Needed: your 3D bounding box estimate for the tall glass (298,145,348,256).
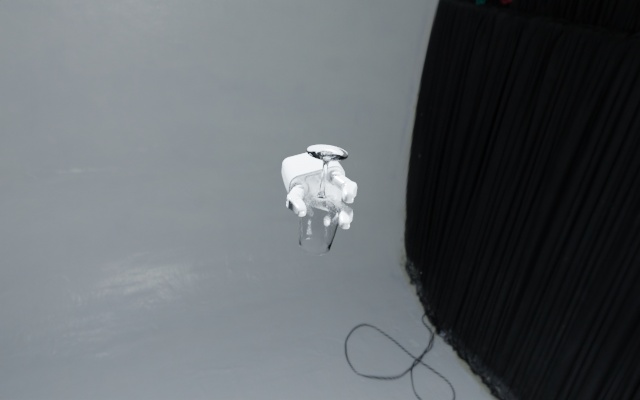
[{"bbox_3d":[0.000,0.002,0.888,0.079,0.201,0.079,6,27,-3],"label":"tall glass"}]
